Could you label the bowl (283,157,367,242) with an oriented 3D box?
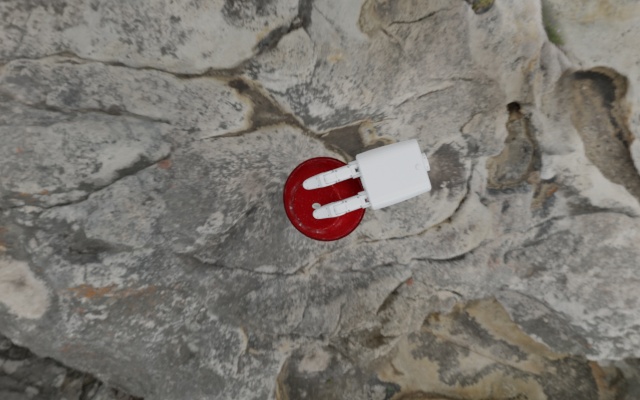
[{"bbox_3d":[-0.001,0.004,0.868,0.162,0.162,0.055,0,10,15],"label":"bowl"}]
